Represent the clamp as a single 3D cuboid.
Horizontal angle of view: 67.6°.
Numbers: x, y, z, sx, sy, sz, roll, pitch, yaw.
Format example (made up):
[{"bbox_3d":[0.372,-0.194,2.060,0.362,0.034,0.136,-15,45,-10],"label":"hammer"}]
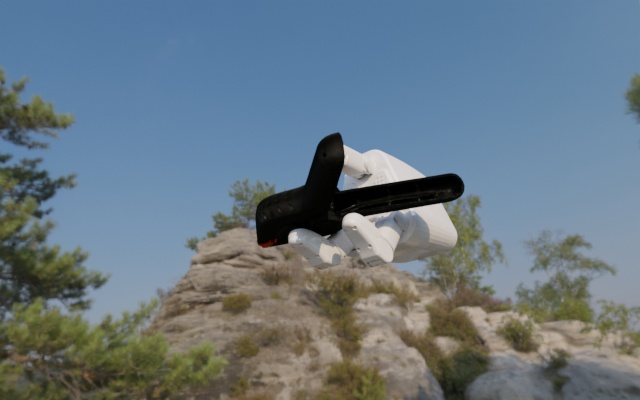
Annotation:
[{"bbox_3d":[0.000,0.001,0.432,0.210,0.036,0.164,-21,-26,36],"label":"clamp"}]
